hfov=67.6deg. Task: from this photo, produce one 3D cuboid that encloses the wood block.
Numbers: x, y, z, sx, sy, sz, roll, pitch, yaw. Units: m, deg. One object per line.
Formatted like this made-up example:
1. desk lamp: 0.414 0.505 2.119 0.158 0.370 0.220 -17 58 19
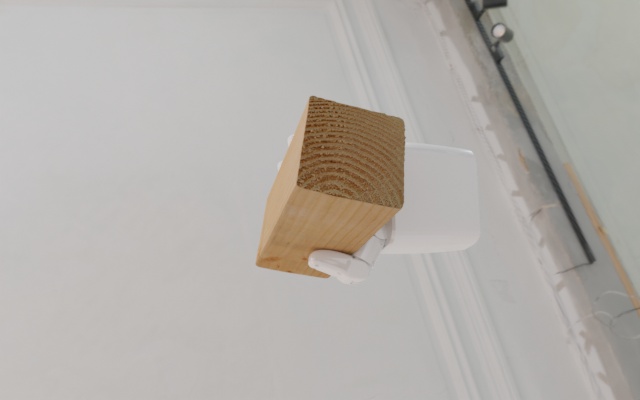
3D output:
1. wood block: 0.000 0.002 0.476 0.090 0.090 0.206 12 -28 -11
